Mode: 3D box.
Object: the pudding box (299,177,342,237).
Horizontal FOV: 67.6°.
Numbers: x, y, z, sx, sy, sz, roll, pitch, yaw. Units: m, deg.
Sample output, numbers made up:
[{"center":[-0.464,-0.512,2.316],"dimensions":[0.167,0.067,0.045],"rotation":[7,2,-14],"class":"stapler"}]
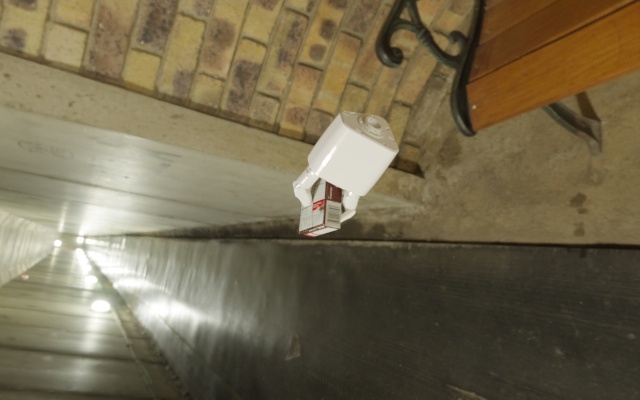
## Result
[{"center":[0.000,0.003,0.872],"dimensions":[0.039,0.113,0.090],"rotation":[15,-20,-28],"class":"pudding box"}]
